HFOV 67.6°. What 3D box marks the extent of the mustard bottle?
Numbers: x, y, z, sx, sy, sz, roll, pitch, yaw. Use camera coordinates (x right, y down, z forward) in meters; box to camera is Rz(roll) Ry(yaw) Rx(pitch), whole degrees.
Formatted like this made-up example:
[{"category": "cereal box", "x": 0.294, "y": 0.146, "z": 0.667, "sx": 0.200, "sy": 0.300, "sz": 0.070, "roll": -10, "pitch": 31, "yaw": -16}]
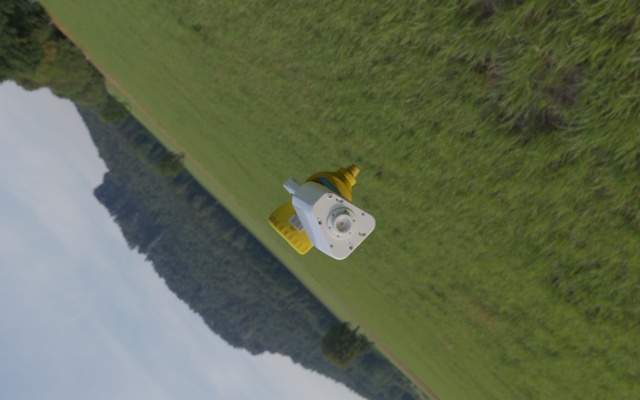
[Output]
[{"category": "mustard bottle", "x": 0.000, "y": 0.003, "z": 0.894, "sx": 0.191, "sy": 0.096, "sz": 0.058, "roll": -45, "pitch": -5, "yaw": -7}]
